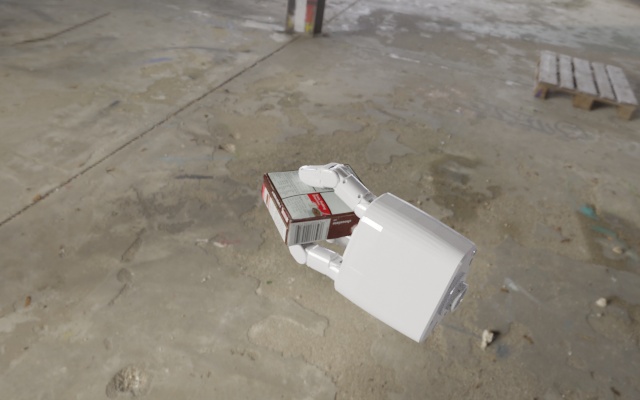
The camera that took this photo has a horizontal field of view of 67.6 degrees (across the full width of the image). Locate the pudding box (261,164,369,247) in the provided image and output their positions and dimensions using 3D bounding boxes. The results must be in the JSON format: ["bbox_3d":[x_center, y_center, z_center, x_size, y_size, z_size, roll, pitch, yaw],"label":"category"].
[{"bbox_3d":[0.000,0.002,0.540,0.113,0.039,0.090,-6,40,-25],"label":"pudding box"}]
